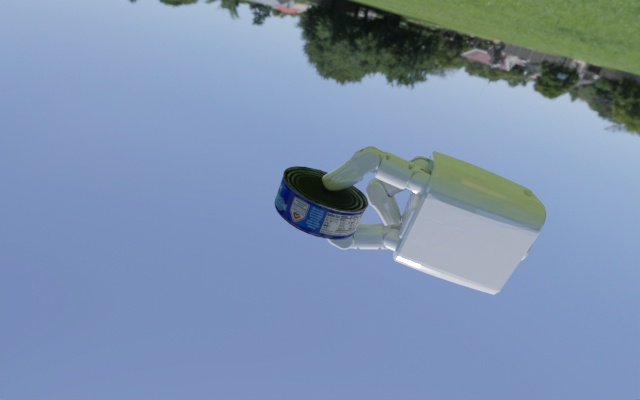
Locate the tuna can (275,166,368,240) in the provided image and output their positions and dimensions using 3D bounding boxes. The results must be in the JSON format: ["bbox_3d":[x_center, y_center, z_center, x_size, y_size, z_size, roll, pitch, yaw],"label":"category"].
[{"bbox_3d":[0.000,0.002,0.459,0.086,0.034,0.086,19,22,-8],"label":"tuna can"}]
